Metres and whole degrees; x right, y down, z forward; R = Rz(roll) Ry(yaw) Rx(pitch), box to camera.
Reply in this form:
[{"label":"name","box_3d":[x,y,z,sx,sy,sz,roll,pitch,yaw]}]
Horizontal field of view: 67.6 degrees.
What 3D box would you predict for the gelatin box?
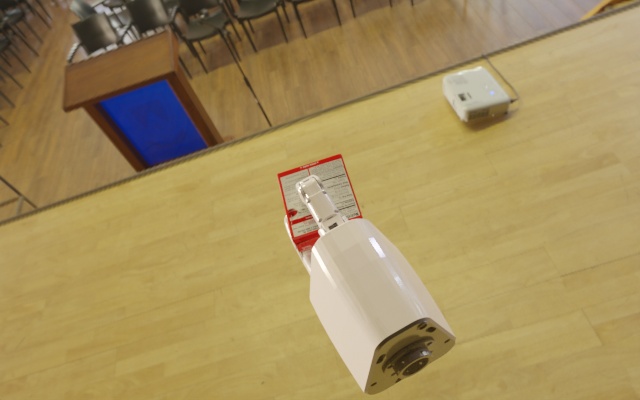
[{"label":"gelatin box","box_3d":[0.000,0.001,0.494,0.073,0.089,0.030,-18,-34,3]}]
